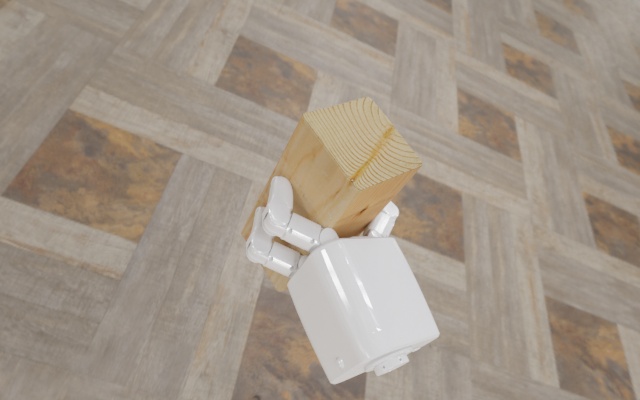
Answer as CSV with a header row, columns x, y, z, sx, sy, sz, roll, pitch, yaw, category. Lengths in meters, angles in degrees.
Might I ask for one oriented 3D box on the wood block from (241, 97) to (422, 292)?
x,y,z,sx,sy,sz,roll,pitch,yaw,category
0.001,0.002,0.503,0.091,0.090,0.206,-22,-21,-37,wood block
